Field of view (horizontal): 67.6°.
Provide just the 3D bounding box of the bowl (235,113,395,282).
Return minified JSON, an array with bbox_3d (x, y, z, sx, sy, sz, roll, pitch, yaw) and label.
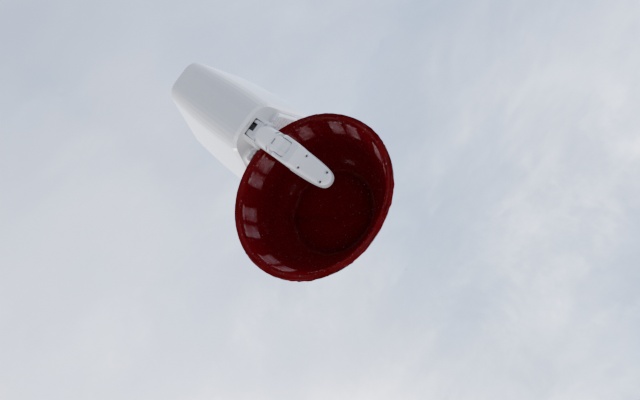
[{"bbox_3d":[0.001,0.003,0.451,0.162,0.162,0.055,0,-20,28],"label":"bowl"}]
